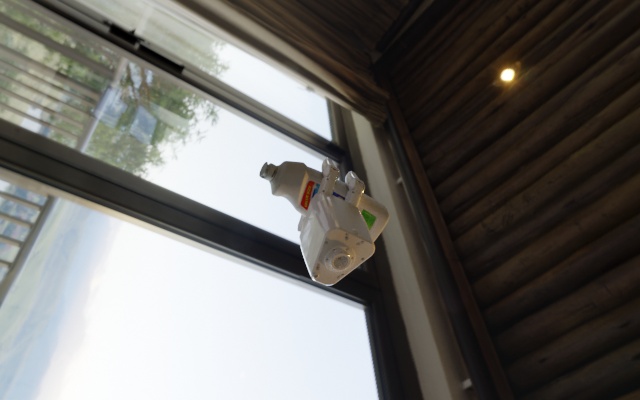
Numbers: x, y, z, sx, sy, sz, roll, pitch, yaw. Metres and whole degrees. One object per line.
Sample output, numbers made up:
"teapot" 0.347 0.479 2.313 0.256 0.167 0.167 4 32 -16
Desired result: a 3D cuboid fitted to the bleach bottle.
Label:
"bleach bottle" 0.000 0.003 0.870 0.251 0.102 0.068 26 20 -24
